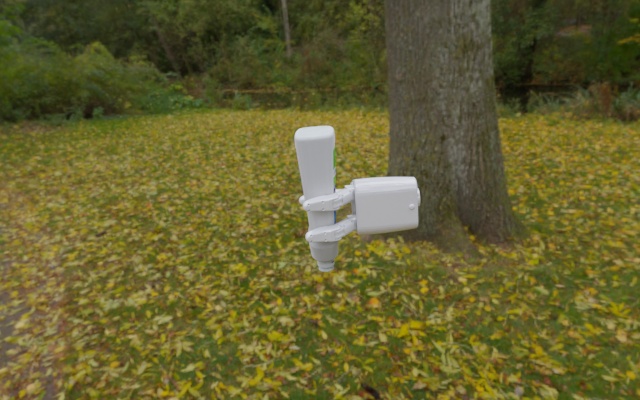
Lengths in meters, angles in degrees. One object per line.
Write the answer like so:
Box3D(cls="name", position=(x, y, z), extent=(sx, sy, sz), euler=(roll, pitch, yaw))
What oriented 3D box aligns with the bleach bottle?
Box3D(cls="bleach bottle", position=(0.000, 0.003, 0.837), extent=(0.068, 0.251, 0.102), euler=(-4, 19, 3))
